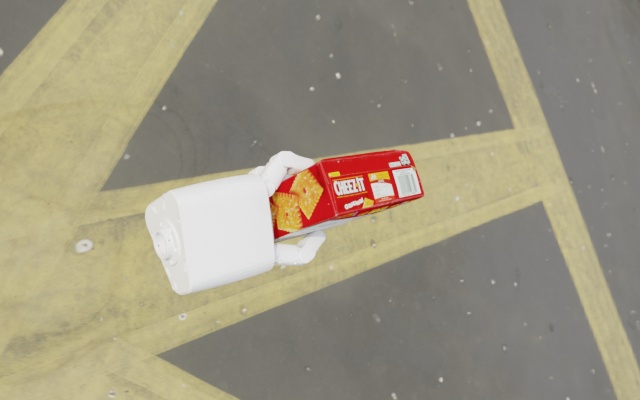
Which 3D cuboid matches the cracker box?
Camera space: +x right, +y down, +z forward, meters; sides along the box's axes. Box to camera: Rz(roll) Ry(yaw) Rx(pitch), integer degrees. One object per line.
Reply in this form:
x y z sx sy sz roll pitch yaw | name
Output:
0.000 0.002 0.631 0.164 0.072 0.214 -11 -7 -42 | cracker box
